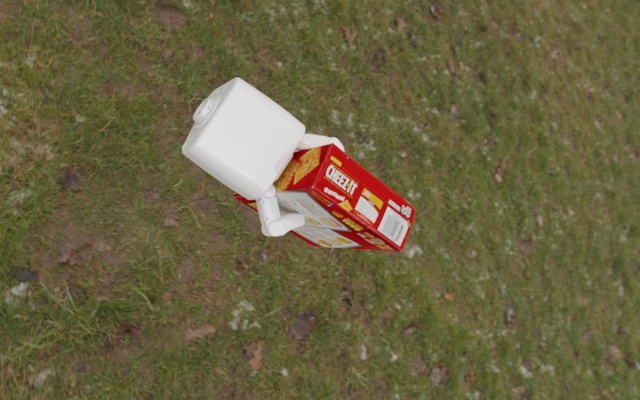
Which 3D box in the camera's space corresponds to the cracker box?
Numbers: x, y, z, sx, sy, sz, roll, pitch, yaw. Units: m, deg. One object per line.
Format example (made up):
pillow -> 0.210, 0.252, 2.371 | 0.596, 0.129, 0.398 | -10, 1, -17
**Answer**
cracker box -> 0.000, 0.002, 0.669 | 0.164, 0.072, 0.213 | 35, -21, -28
